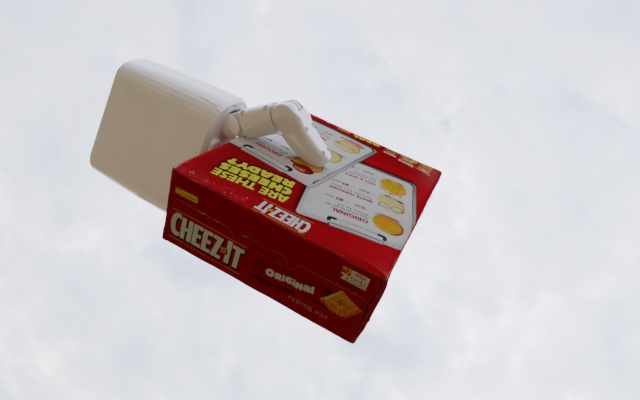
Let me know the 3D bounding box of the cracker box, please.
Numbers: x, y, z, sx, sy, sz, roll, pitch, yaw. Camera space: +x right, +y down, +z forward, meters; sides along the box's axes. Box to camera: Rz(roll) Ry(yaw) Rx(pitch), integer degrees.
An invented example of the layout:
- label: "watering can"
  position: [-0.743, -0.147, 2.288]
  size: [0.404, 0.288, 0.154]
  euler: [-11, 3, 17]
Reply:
- label: "cracker box"
  position: [0.000, 0.001, 0.411]
  size: [0.164, 0.072, 0.213]
  euler: [26, 29, 12]
